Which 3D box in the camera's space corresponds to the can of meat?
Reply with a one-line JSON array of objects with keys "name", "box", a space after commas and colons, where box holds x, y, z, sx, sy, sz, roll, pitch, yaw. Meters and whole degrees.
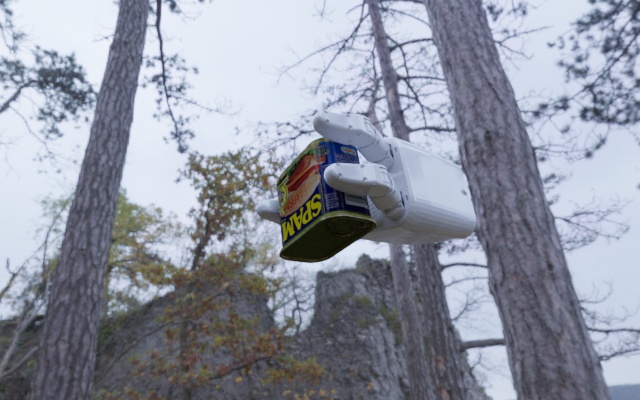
[{"name": "can of meat", "box": [0.000, 0.001, 0.455, 0.057, 0.084, 0.102, 11, -33, -32]}]
